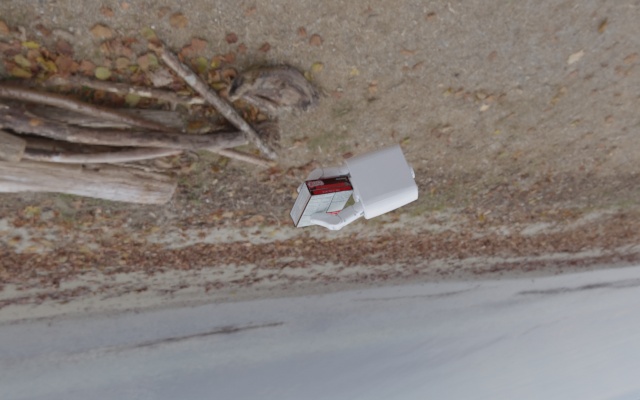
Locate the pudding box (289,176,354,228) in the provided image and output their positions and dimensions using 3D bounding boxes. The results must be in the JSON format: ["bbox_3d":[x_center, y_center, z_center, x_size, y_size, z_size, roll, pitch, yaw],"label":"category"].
[{"bbox_3d":[0.000,0.003,0.895,0.090,0.039,0.114,-7,-33,-26],"label":"pudding box"}]
